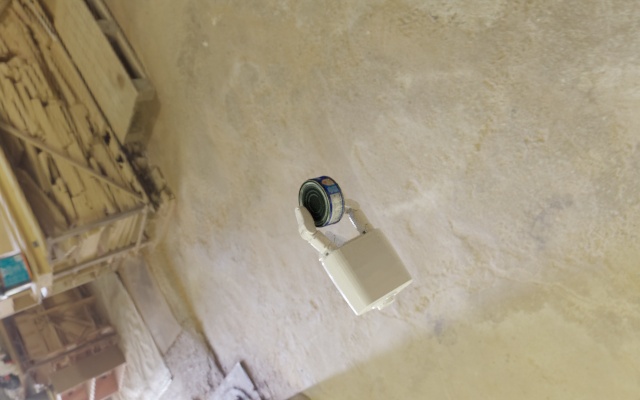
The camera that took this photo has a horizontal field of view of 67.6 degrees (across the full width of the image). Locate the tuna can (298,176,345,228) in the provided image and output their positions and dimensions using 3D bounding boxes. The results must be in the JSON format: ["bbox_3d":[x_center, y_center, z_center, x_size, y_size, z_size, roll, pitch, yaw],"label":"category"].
[{"bbox_3d":[0.000,0.003,0.808,0.034,0.086,0.086,-15,9,-38],"label":"tuna can"}]
